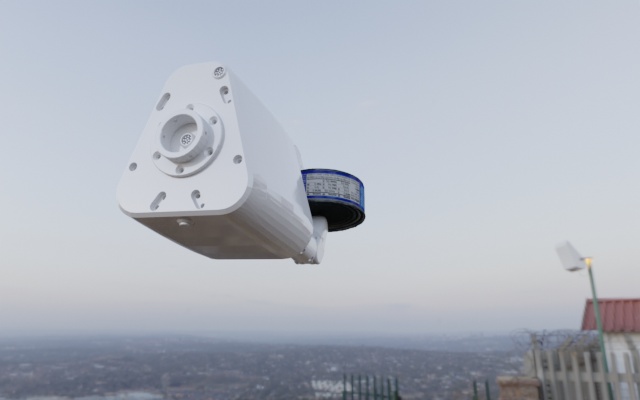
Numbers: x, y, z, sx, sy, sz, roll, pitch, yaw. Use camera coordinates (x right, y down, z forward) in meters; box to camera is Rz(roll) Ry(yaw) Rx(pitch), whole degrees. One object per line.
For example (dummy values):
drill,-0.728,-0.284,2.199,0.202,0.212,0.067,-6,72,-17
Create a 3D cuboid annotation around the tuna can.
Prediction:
tuna can,0.000,0.001,0.457,0.086,0.033,0.086,1,-22,0
